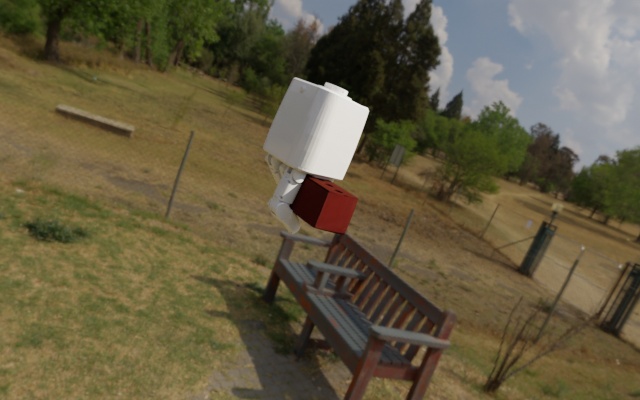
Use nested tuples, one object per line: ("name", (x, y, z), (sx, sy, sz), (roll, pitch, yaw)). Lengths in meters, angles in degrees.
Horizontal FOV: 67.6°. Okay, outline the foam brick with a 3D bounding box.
("foam brick", (0.000, 0.002, 0.615), (0.053, 0.051, 0.078), (15, 13, -40))
